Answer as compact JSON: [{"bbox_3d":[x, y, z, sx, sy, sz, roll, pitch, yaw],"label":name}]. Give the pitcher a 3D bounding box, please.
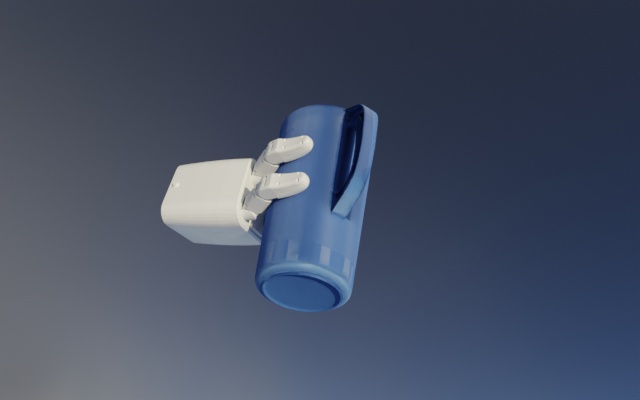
[{"bbox_3d":[0.000,0.002,0.584,0.145,0.242,0.149,-1,-39,13],"label":"pitcher"}]
